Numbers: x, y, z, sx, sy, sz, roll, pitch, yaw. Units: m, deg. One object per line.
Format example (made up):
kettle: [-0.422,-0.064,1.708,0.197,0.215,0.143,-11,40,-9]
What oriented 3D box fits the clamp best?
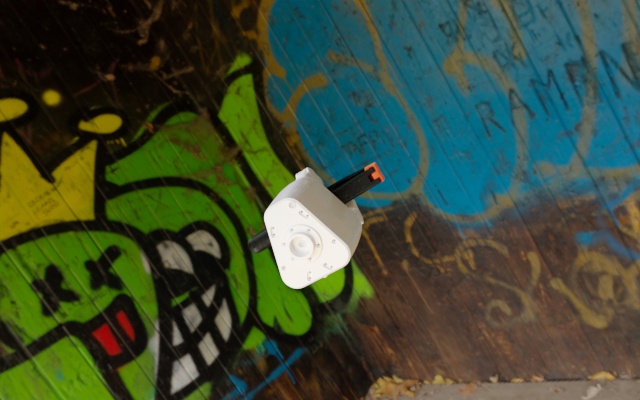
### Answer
clamp: [0.000,0.001,0.720,0.210,0.036,0.164,-30,7,16]
